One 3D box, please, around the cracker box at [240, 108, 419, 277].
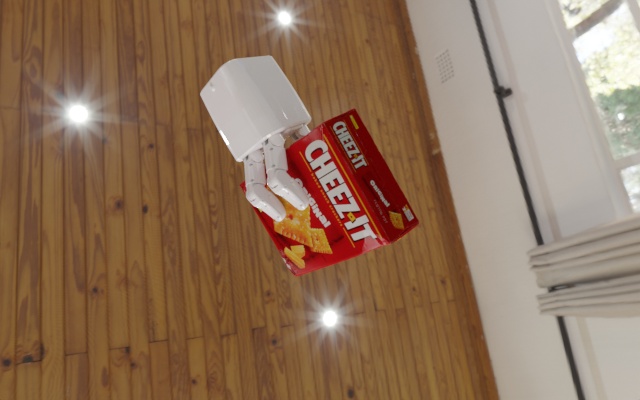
[{"bbox_3d":[0.000,0.002,0.640,0.072,0.164,0.214,-32,2,-40],"label":"cracker box"}]
